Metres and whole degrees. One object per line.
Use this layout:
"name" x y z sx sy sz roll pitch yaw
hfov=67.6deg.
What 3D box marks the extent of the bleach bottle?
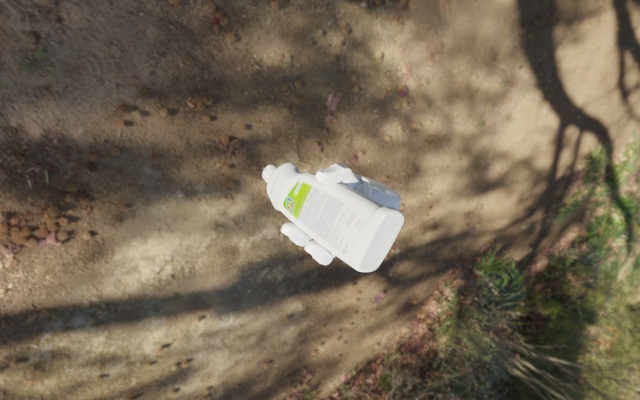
"bleach bottle" 0.000 0.002 0.724 0.250 0.102 0.068 35 13 37
